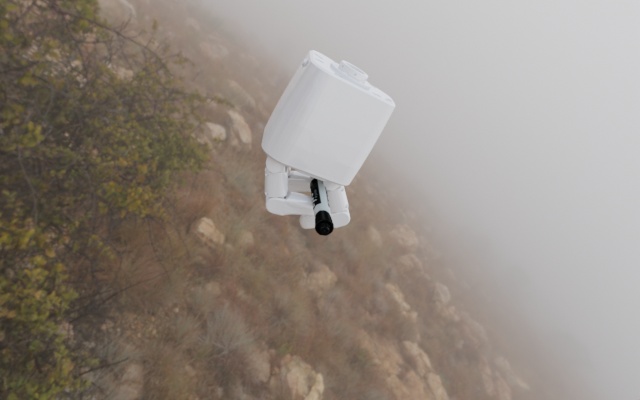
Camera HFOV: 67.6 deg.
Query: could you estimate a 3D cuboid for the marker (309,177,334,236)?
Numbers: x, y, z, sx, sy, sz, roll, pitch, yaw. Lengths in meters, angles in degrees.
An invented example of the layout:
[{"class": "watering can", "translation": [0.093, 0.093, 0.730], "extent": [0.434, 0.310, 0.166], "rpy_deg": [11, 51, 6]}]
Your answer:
[{"class": "marker", "translation": [0.000, 0.002, 0.517], "extent": [0.020, 0.020, 0.121], "rpy_deg": [0, 27, -4]}]
